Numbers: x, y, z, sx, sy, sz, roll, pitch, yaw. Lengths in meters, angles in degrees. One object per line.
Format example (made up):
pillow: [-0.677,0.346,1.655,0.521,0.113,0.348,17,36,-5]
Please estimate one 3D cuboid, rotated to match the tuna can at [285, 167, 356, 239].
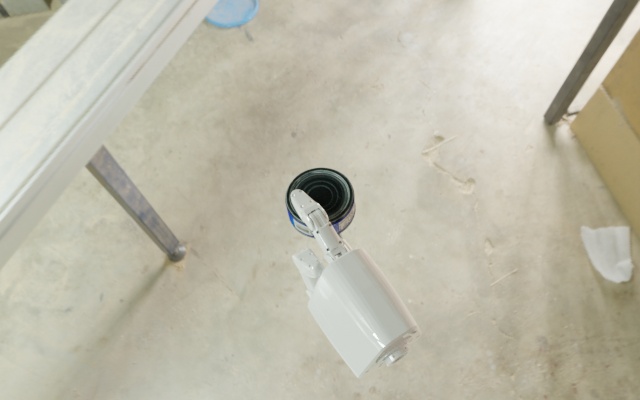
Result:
tuna can: [0.000,0.002,0.587,0.086,0.086,0.034,0,-31,6]
